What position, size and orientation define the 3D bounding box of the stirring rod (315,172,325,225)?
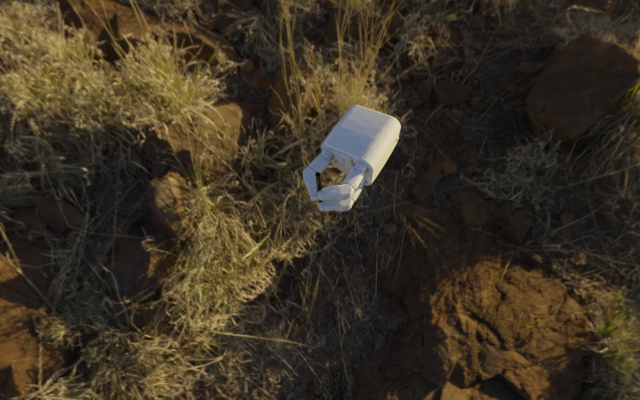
[{"bbox_3d":[0.000,0.003,0.868,0.011,0.011,0.240,0,-22,2],"label":"stirring rod"}]
